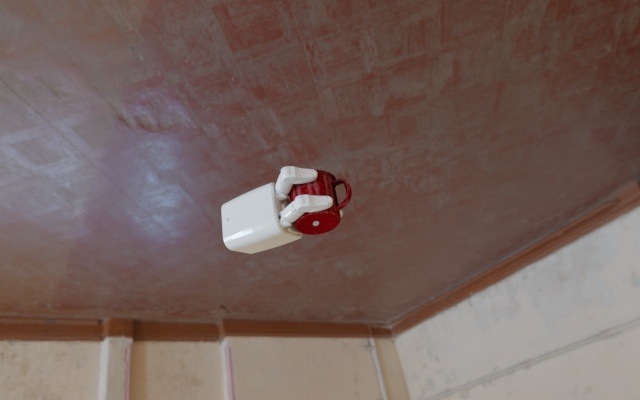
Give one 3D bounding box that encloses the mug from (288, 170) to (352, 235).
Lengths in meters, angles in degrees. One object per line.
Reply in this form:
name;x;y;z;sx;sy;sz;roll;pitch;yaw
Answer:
mug;0.001;0.002;0.823;0.117;0.081;0.093;-21;-34;16
